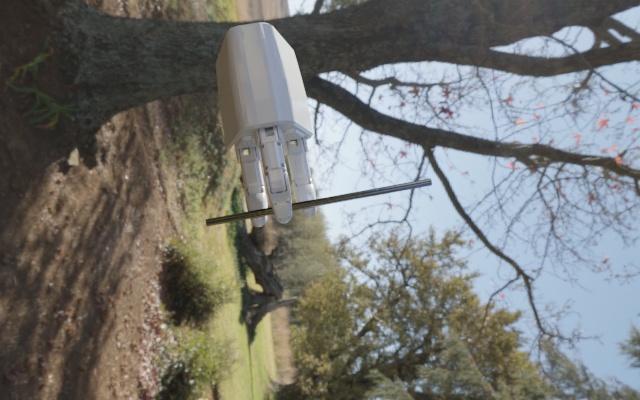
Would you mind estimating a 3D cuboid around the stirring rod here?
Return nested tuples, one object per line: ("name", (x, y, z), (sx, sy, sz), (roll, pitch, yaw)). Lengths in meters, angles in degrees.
("stirring rod", (0.000, 0.002, 0.502), (0.239, 0.011, 0.011), (-10, 1, -4))
